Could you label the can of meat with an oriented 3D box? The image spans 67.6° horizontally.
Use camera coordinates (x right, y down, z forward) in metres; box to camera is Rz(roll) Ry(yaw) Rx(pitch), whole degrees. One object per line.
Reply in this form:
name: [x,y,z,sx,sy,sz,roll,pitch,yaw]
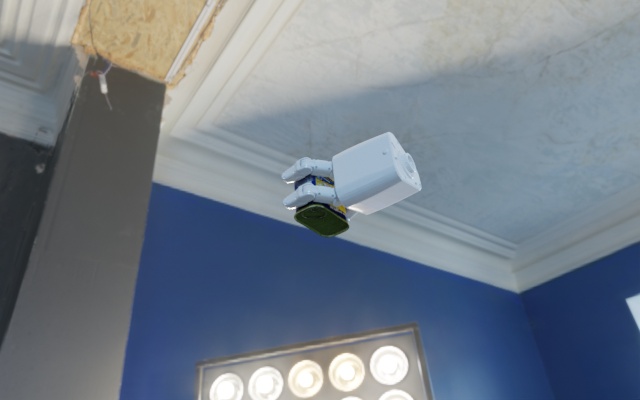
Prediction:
can of meat: [0.000,0.002,0.811,0.057,0.084,0.102,-27,-40,29]
